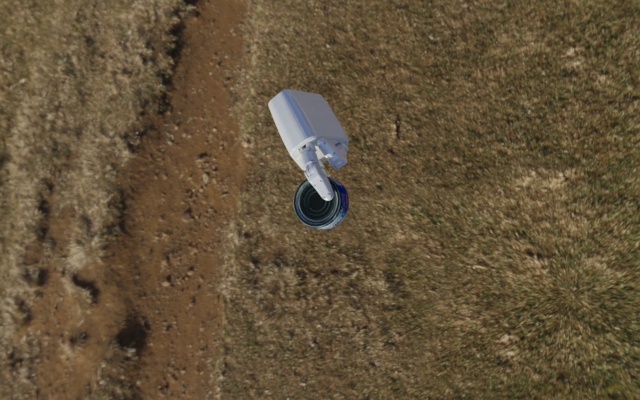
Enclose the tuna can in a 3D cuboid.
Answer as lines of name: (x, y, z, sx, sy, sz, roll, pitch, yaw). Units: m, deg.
tuna can: (0.000, 0.003, 0.764, 0.086, 0.086, 0.034, 0, -5, 25)
